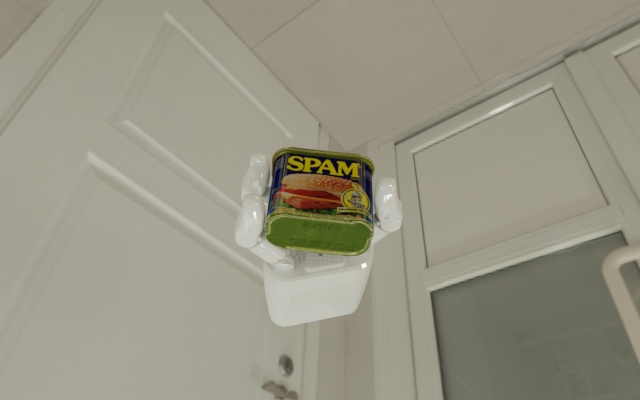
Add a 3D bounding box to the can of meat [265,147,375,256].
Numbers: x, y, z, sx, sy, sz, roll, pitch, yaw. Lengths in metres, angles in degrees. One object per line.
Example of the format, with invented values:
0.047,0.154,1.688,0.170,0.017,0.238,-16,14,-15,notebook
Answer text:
0.000,0.002,0.451,0.102,0.083,0.057,6,-42,-3,can of meat
